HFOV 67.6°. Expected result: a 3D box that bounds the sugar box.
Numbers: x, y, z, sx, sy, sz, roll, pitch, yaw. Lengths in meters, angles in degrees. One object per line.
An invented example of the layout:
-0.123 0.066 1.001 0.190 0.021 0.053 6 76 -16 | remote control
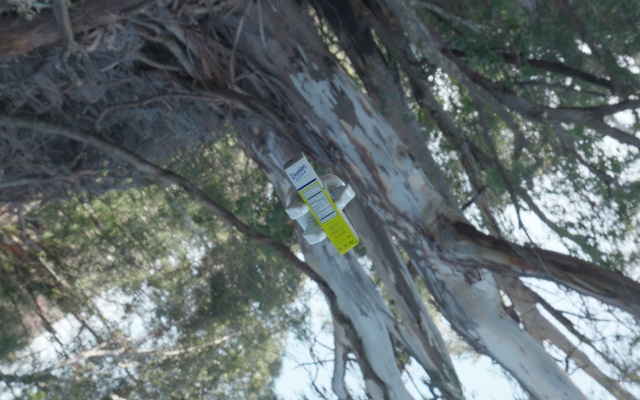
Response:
0.000 0.003 0.829 0.048 0.176 0.093 -35 10 3 | sugar box
